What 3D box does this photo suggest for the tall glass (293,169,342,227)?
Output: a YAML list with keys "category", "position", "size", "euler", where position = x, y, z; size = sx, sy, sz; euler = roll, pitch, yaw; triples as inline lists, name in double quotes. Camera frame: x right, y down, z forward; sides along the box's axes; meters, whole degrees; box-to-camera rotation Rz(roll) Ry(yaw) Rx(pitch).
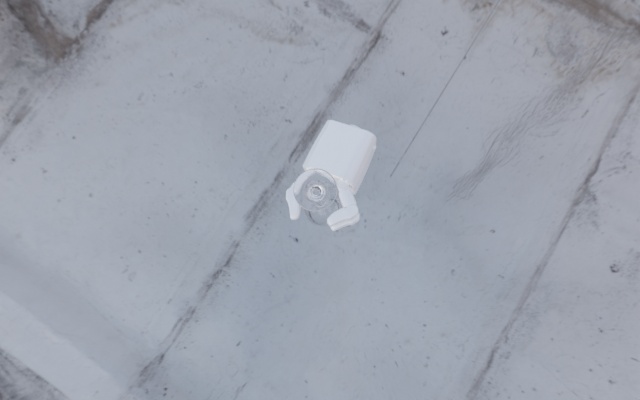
- category: "tall glass"
  position: [0.000, 0.003, 0.896]
  size: [0.079, 0.079, 0.201]
  euler: [0, -13, 5]
